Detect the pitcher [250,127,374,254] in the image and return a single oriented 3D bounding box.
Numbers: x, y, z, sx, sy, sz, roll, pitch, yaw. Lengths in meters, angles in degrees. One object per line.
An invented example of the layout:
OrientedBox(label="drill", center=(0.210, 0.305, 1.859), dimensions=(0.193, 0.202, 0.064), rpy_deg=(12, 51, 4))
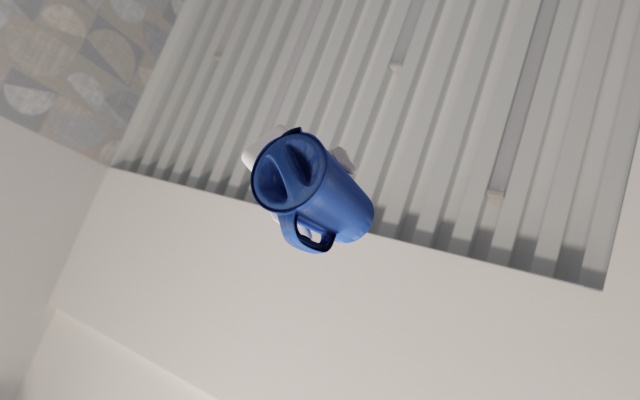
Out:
OrientedBox(label="pitcher", center=(0.000, 0.002, 0.806), dimensions=(0.145, 0.149, 0.243), rpy_deg=(41, 3, 34))
